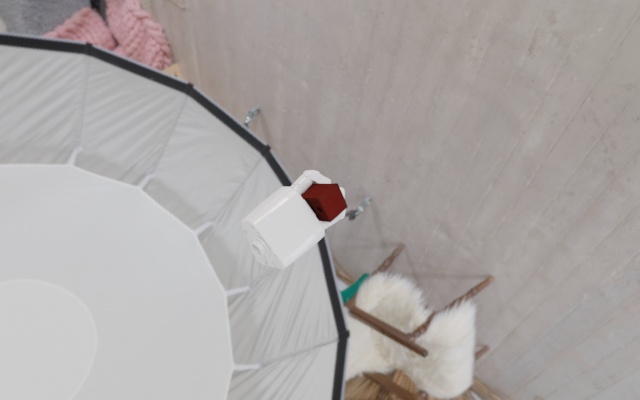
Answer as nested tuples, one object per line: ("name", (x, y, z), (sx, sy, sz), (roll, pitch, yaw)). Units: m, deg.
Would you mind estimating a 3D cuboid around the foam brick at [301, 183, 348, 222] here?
("foam brick", (0.000, 0.003, 0.875), (0.051, 0.053, 0.078), (-40, 25, -31))
